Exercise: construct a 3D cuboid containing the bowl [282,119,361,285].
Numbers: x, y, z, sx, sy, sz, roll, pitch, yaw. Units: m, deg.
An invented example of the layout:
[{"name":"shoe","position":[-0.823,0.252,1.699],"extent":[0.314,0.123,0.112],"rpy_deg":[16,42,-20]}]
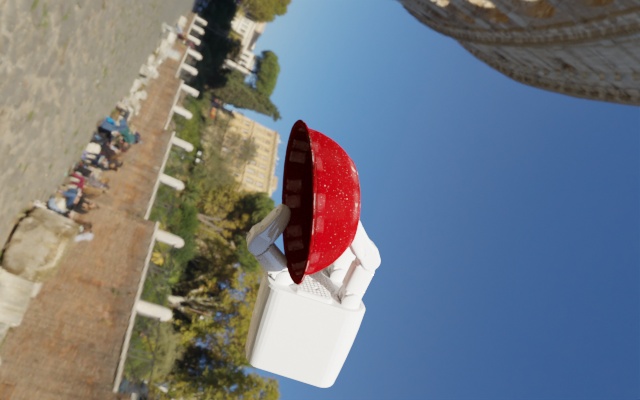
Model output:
[{"name":"bowl","position":[0.001,0.000,0.477],"extent":[0.055,0.162,0.162],"rpy_deg":[1,0,-14]}]
